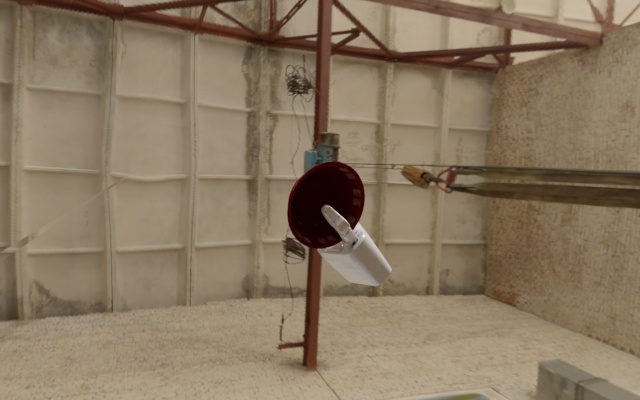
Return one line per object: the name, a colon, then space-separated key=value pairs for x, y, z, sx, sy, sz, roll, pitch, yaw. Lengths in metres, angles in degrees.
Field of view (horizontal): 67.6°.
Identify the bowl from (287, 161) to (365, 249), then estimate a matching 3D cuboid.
bowl: x=-0.001 y=0.002 z=0.863 sx=0.162 sy=0.162 sz=0.055 roll=0 pitch=17 yaw=-33
